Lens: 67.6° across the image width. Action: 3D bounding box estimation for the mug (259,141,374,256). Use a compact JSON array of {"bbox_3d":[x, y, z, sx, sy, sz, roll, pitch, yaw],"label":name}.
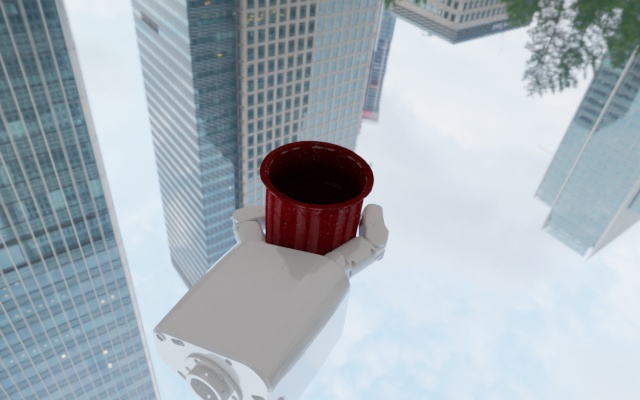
[{"bbox_3d":[0.001,0.001,0.420,0.093,0.082,0.117,25,43,20],"label":"mug"}]
